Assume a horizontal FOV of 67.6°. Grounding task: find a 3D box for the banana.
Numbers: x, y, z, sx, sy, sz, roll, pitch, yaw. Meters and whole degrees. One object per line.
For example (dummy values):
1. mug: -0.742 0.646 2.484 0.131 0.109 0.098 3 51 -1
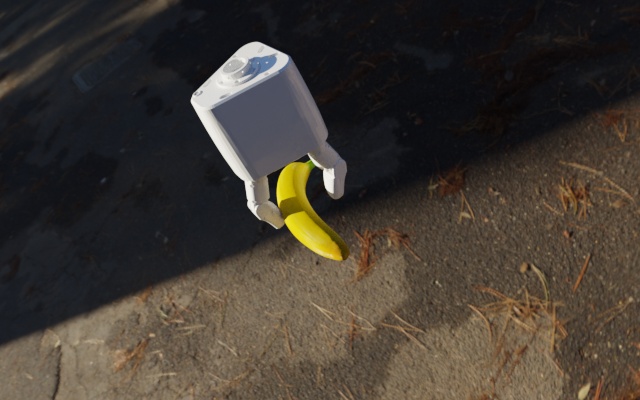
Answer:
1. banana: -0.018 0.006 0.605 0.069 0.037 0.197 -18 43 2
